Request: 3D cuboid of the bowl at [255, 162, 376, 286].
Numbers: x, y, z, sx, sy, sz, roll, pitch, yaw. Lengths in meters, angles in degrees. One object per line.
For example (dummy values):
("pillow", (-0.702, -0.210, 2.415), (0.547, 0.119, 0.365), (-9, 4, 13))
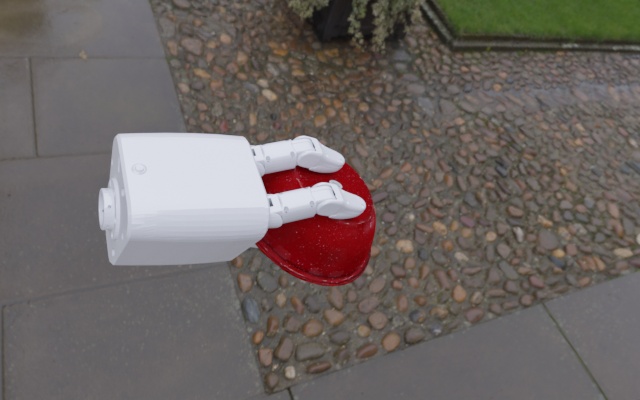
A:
("bowl", (0.001, 0.001, 0.476), (0.162, 0.162, 0.055), (0, -37, -43))
